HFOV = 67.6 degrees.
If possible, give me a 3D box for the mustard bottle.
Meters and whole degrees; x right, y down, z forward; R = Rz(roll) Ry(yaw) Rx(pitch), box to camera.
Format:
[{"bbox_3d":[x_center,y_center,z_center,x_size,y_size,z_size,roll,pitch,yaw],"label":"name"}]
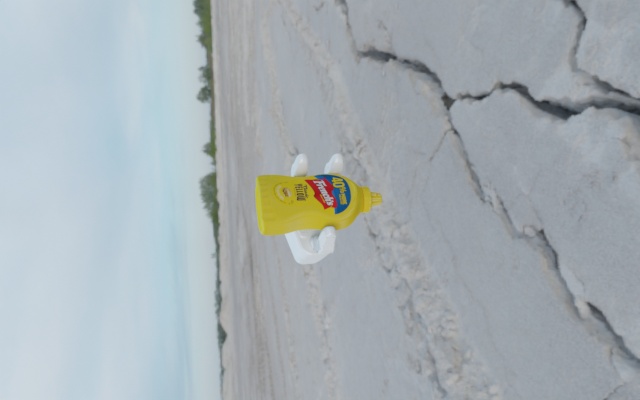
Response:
[{"bbox_3d":[0.000,0.002,0.725,0.191,0.096,0.058,-3,-41,-12],"label":"mustard bottle"}]
